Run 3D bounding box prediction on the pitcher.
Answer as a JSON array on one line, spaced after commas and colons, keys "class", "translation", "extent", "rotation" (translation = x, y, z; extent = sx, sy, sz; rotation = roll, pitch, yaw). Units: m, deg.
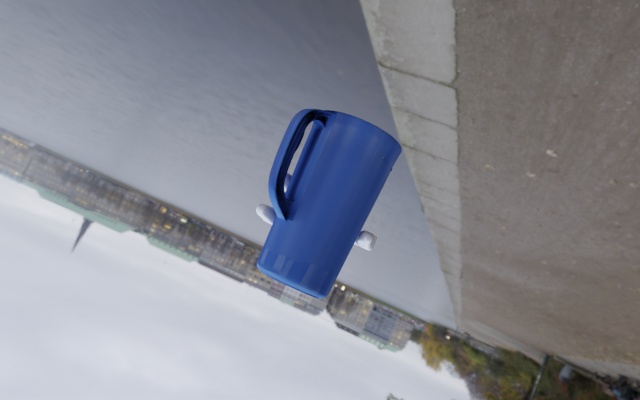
[{"class": "pitcher", "translation": [0.000, 0.002, 0.664], "extent": [0.149, 0.243, 0.145], "rotation": [24, -8, 5]}]
